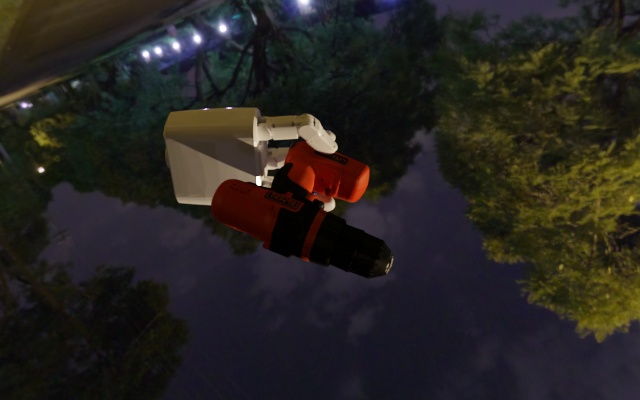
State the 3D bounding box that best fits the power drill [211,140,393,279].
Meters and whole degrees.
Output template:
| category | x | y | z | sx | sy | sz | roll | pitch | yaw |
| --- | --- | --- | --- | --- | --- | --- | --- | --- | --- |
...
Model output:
| category | x | y | z | sx | sy | sz | roll | pitch | yaw |
| --- | --- | --- | --- | --- | --- | --- | --- | --- | --- |
| power drill | 0.000 | 0.001 | 0.521 | 0.184 | 0.057 | 0.187 | 23 | 26 | 6 |
